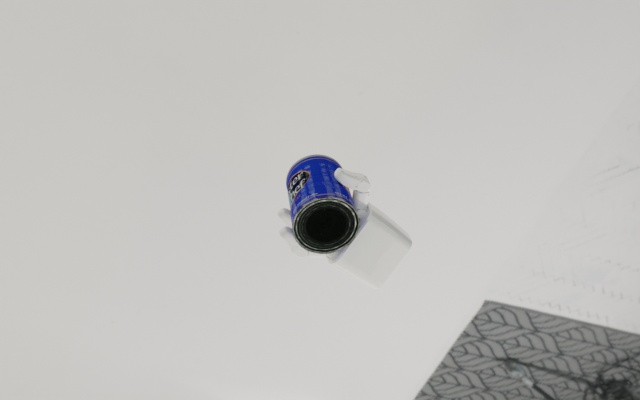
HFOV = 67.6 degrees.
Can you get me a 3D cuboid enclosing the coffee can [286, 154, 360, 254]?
[{"bbox_3d":[0.000,0.002,0.763,0.103,0.103,0.140,0,32,-8],"label":"coffee can"}]
